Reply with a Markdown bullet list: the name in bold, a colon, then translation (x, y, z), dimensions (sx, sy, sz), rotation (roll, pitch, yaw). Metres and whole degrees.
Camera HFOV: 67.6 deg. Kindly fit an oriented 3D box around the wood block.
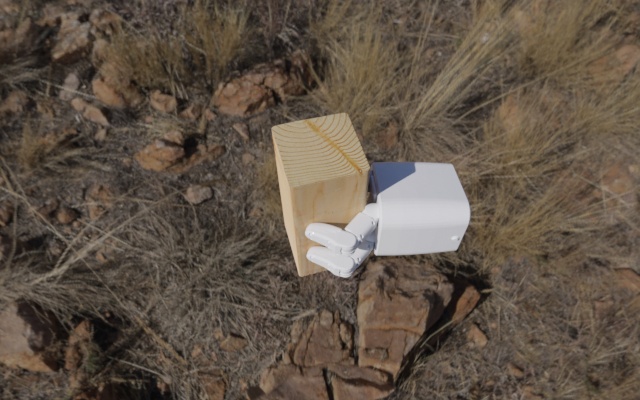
- **wood block**: translation (0.000, 0.002, 0.595), dimensions (0.090, 0.090, 0.206), rotation (-13, -34, -8)
